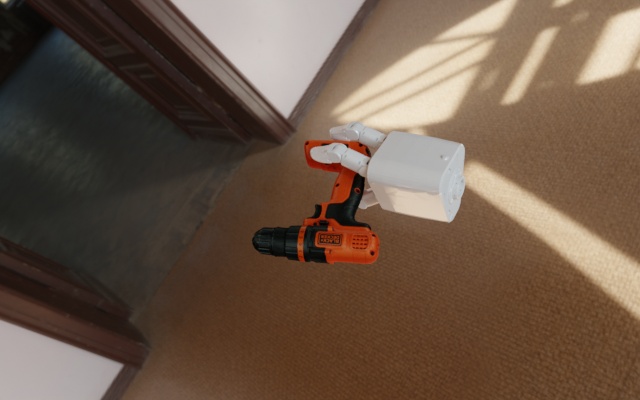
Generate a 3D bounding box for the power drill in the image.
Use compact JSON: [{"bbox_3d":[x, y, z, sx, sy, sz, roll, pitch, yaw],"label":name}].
[{"bbox_3d":[0.000,0.002,0.711,0.184,0.187,0.057,4,-23,10],"label":"power drill"}]
